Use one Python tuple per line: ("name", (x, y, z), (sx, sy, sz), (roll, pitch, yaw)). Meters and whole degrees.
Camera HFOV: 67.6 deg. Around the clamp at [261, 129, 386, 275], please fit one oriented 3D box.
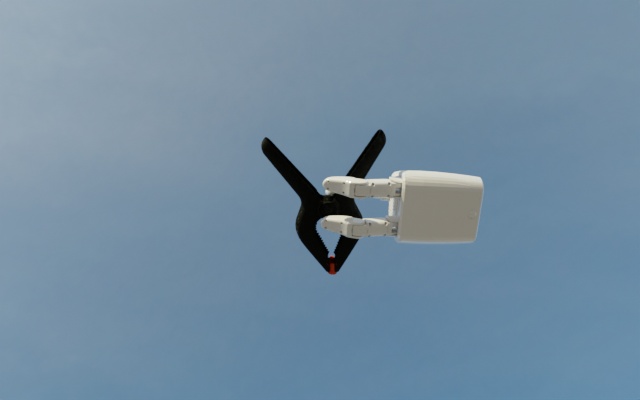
("clamp", (0.000, 0.002, 0.661), (0.164, 0.210, 0.036), (3, 19, 1))
